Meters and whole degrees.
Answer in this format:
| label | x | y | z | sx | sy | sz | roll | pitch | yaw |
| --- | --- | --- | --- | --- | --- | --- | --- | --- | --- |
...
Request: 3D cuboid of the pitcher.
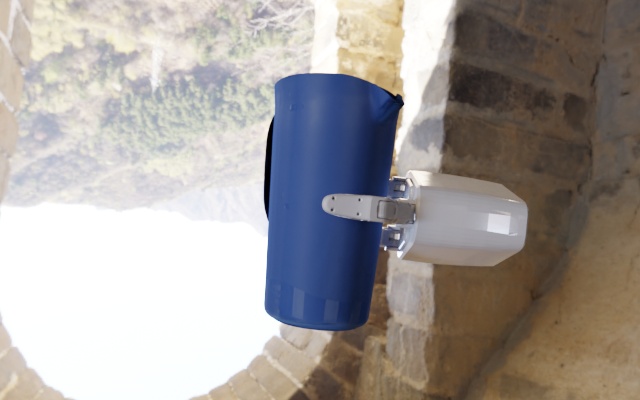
| label | x | y | z | sx | sy | sz | roll | pitch | yaw |
| --- | --- | --- | --- | --- | --- | --- | --- | --- | --- |
| pitcher | 0.000 | 0.002 | 0.500 | 0.145 | 0.243 | 0.149 | 6 | -3 | 1 |
